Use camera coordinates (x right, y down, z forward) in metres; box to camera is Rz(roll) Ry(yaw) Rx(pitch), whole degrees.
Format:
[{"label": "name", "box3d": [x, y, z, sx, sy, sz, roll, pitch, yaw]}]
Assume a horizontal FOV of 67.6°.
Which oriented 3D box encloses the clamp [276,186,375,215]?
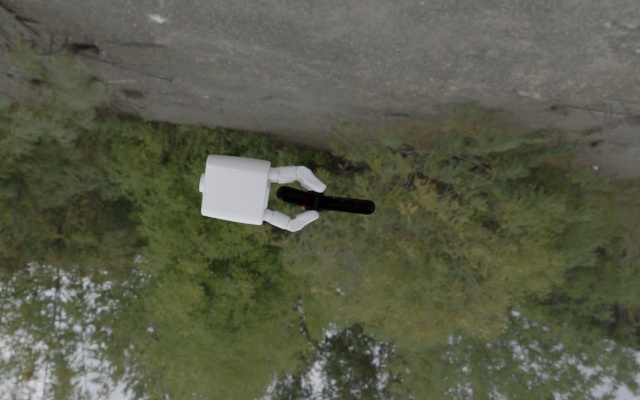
[{"label": "clamp", "box3d": [0.000, 0.004, 0.854, 0.164, 0.036, 0.210, 10, -3, -7]}]
